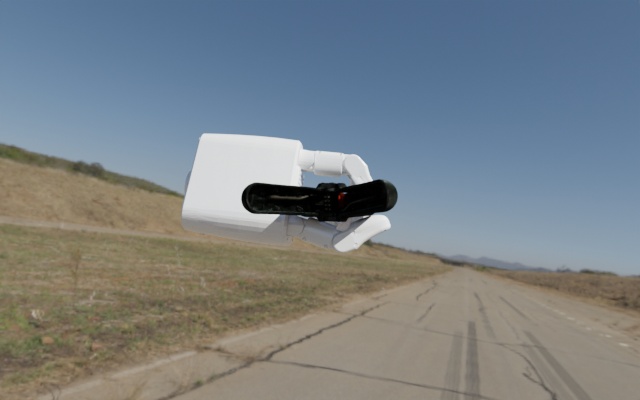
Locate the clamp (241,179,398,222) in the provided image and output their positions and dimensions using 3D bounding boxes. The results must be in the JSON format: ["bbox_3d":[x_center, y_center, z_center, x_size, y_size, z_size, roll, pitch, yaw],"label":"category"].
[{"bbox_3d":[0.000,0.001,0.432,0.120,0.039,0.171,5,-6,2],"label":"clamp"}]
